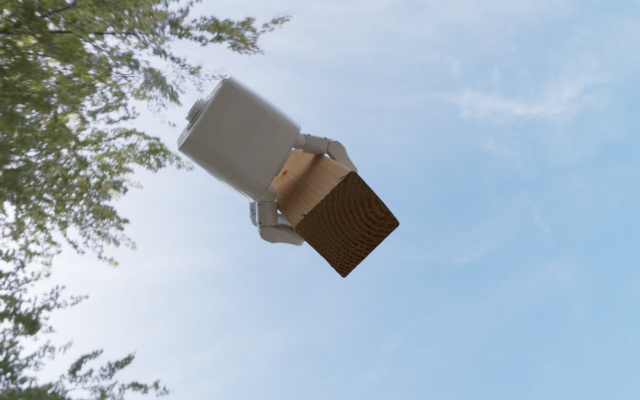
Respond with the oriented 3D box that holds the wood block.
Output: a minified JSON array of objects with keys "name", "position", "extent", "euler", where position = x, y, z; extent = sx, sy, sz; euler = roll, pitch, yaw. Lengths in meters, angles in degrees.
[{"name":"wood block","position":[0.000,0.001,0.604],"extent":[0.090,0.091,0.206],"euler":[47,-2,-23]}]
